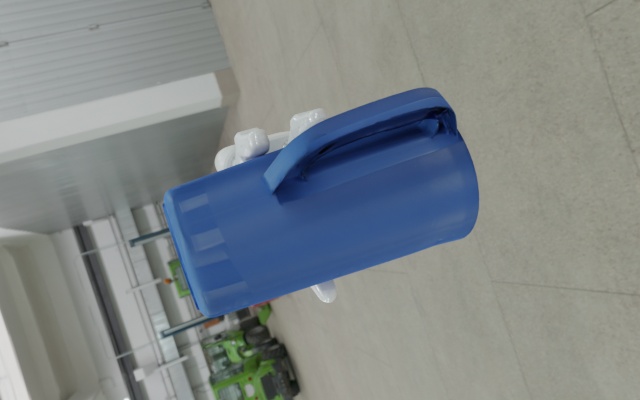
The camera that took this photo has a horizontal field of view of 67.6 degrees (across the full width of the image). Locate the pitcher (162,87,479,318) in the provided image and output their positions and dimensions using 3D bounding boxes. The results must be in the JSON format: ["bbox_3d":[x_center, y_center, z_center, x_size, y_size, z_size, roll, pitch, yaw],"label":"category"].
[{"bbox_3d":[0.000,0.001,0.402,0.243,0.149,0.145,-18,15,-16],"label":"pitcher"}]
